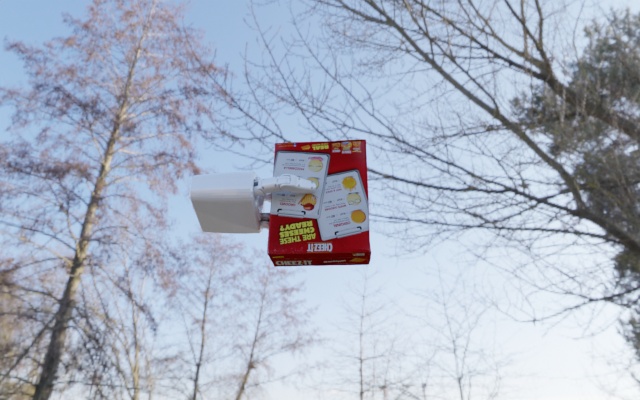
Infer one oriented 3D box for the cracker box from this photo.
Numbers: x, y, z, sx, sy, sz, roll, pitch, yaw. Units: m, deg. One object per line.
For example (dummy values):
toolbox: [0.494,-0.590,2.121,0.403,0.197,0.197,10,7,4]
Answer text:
cracker box: [0.000,0.002,0.815,0.164,0.213,0.072,-2,-28,5]
